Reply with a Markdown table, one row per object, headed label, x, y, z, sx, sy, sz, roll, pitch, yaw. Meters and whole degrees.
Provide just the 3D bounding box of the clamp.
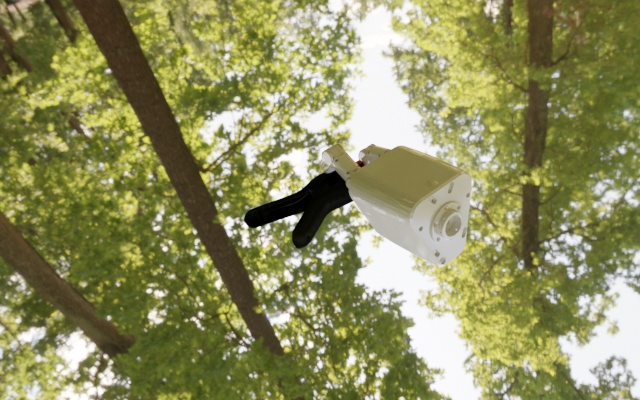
| label | x | y | z | sx | sy | sz | roll | pitch | yaw |
| --- | --- | --- | --- | --- | --- | --- | --- | --- | --- |
| clamp | 0.000 | 0.002 | 0.591 | 0.171 | 0.039 | 0.120 | -31 | 35 | -20 |
